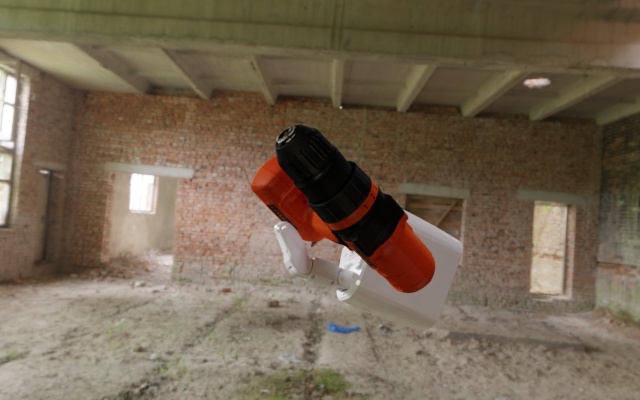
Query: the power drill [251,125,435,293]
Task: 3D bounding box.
[{"bbox_3d":[0.000,0.002,0.447,0.184,0.057,0.187,48,-12,-25],"label":"power drill"}]
